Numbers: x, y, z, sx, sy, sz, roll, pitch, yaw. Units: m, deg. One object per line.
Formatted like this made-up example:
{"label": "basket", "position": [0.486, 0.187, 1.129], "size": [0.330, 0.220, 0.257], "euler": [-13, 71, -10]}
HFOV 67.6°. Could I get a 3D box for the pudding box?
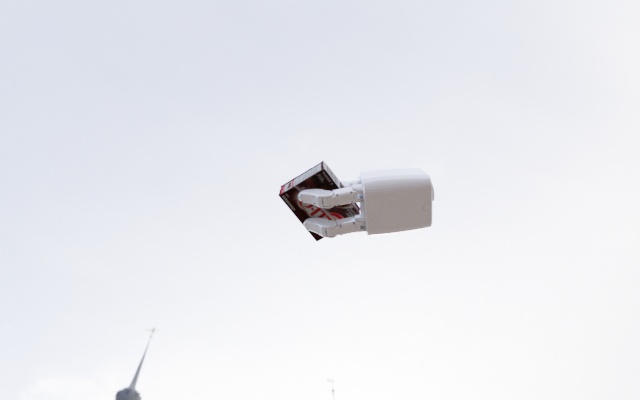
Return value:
{"label": "pudding box", "position": [0.000, 0.002, 0.786], "size": [0.090, 0.113, 0.039], "euler": [-30, 24, 17]}
